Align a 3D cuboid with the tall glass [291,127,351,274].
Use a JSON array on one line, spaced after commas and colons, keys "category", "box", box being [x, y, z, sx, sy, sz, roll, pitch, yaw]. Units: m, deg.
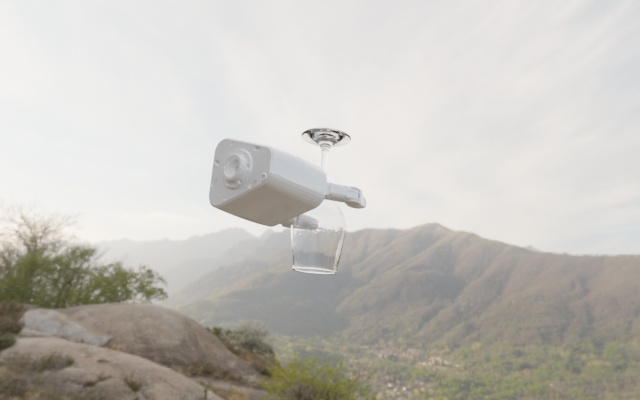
[{"category": "tall glass", "box": [0.000, 0.002, 0.685, 0.079, 0.201, 0.079, 4, -13, 1]}]
